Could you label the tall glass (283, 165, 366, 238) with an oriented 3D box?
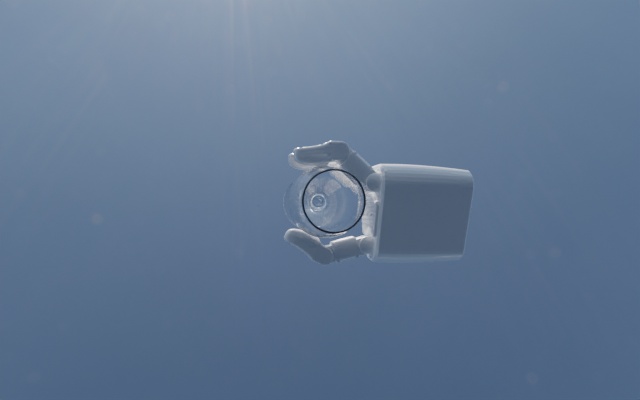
[{"bbox_3d":[0.000,0.002,0.549,0.079,0.079,0.201,0,-1,-7],"label":"tall glass"}]
